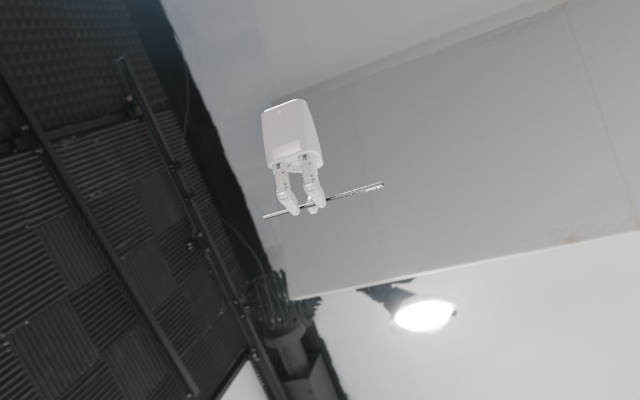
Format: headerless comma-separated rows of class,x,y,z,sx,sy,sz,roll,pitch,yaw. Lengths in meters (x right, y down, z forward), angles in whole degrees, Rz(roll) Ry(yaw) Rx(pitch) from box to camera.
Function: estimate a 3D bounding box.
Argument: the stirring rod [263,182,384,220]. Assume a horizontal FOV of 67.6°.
stirring rod,0.000,0.003,0.869,0.239,0.011,0.011,-16,-6,21
